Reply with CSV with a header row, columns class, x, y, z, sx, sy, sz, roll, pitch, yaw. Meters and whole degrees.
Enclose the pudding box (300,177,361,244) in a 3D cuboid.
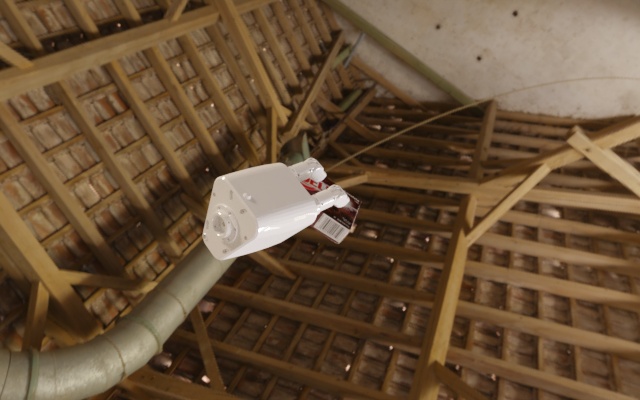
class,x,y,z,sx,sy,sz,roll,pitch,yaw
pudding box,0.000,0.002,0.718,0.113,0.039,0.090,35,33,-5
